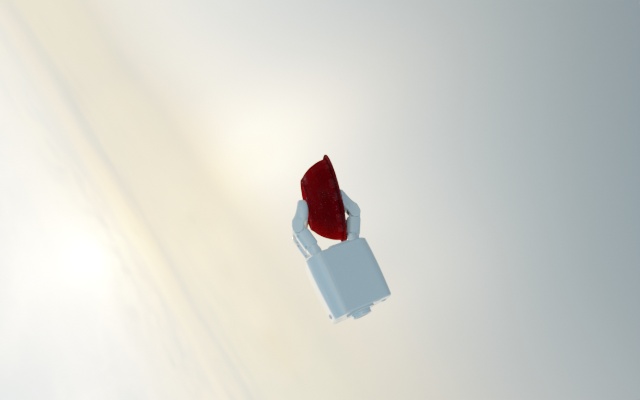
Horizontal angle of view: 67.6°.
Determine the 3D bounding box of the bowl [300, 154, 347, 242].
[{"bbox_3d":[-0.001,0.002,0.840,0.055,0.162,0.162,-12,1,-6],"label":"bowl"}]
